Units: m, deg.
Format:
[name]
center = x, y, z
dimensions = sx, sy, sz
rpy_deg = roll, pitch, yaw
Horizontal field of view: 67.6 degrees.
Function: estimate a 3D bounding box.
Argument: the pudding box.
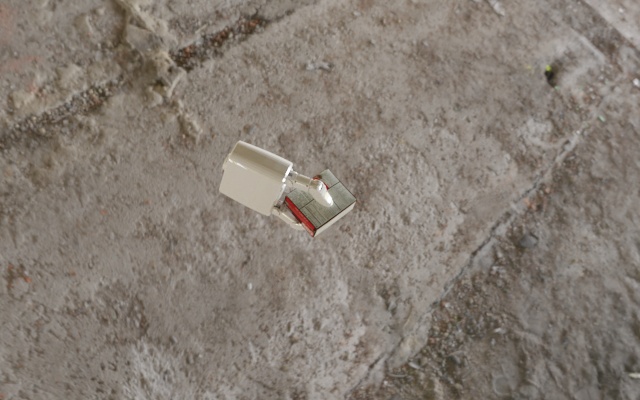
[pudding box]
center = 0.000, 0.003, 0.895
dimensions = 0.113, 0.090, 0.039
rpy_deg = -35, -14, -27
